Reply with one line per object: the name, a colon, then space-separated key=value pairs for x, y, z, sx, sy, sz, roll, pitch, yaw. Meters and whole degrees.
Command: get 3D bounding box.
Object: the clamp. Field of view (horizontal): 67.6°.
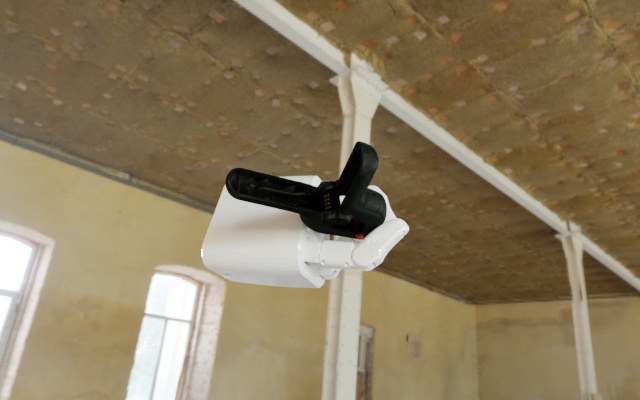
clamp: x=0.000 y=0.001 z=0.413 sx=0.120 sy=0.039 sz=0.171 roll=-1 pitch=-22 yaw=15
